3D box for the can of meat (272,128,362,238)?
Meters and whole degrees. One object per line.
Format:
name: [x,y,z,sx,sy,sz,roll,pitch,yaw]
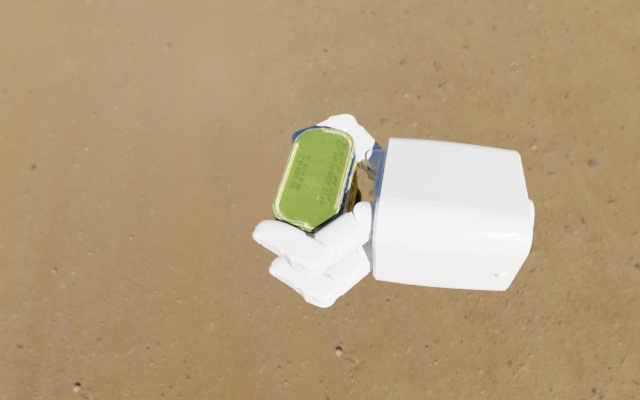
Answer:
can of meat: [0.000,0.001,0.407,0.057,0.102,0.084,8,-31,12]
